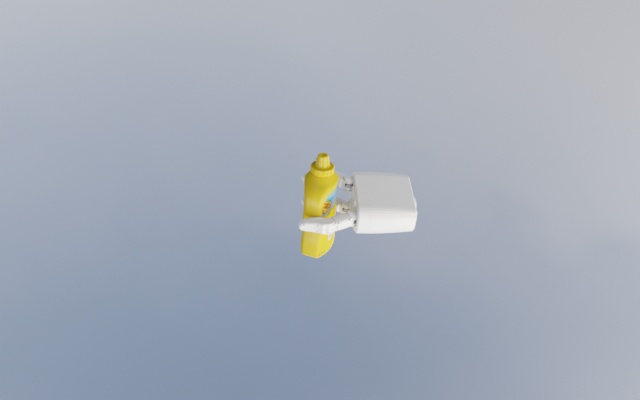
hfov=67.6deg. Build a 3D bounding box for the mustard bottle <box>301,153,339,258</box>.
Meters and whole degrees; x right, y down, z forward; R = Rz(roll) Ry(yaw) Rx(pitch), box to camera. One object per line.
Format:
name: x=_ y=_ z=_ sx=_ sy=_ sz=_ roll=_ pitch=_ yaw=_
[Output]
mustard bottle: x=0.000 y=0.003 z=0.856 sx=0.058 sy=0.192 sz=0.096 roll=15 pitch=35 yaw=16
